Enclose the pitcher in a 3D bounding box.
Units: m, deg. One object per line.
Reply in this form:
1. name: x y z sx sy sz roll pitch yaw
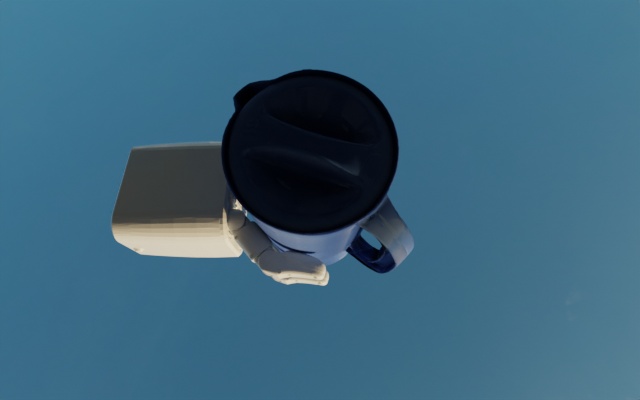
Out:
1. pitcher: 0.000 0.001 0.461 0.145 0.149 0.243 -1 -17 0
